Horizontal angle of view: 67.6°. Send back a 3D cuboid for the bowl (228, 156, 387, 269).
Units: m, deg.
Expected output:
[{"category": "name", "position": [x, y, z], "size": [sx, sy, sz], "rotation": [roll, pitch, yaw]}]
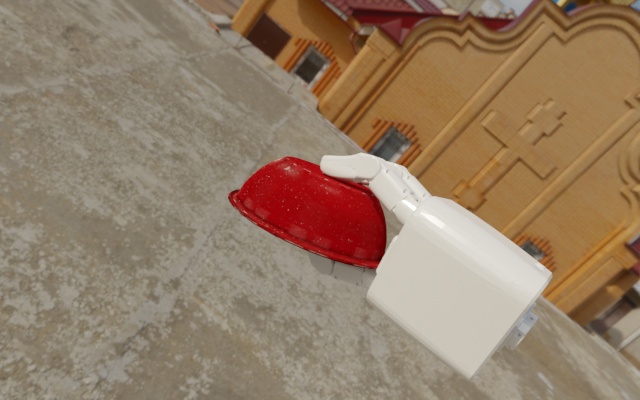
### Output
[{"category": "bowl", "position": [-0.001, 0.000, 0.442], "size": [0.162, 0.055, 0.162], "rotation": [22, 9, -4]}]
